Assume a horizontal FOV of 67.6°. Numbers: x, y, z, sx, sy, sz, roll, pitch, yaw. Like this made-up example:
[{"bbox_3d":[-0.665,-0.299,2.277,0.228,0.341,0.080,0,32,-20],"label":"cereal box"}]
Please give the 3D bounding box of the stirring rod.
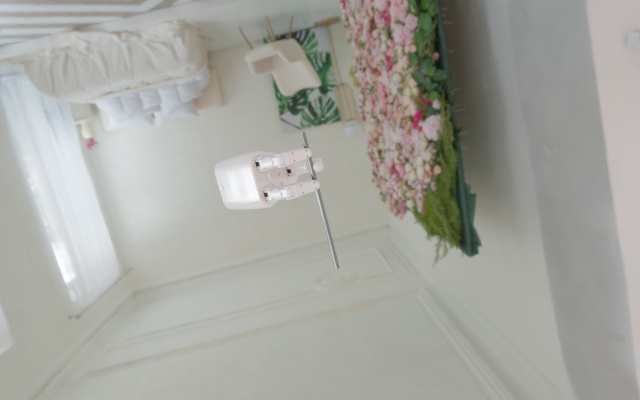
[{"bbox_3d":[0.000,0.003,0.808,0.011,0.239,0.011,-14,10,2],"label":"stirring rod"}]
